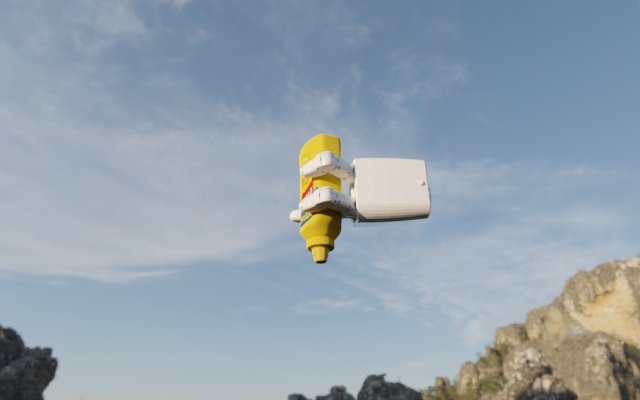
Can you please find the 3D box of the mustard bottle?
[{"bbox_3d":[0.000,0.002,0.725,0.058,0.191,0.096,10,-27,-22],"label":"mustard bottle"}]
